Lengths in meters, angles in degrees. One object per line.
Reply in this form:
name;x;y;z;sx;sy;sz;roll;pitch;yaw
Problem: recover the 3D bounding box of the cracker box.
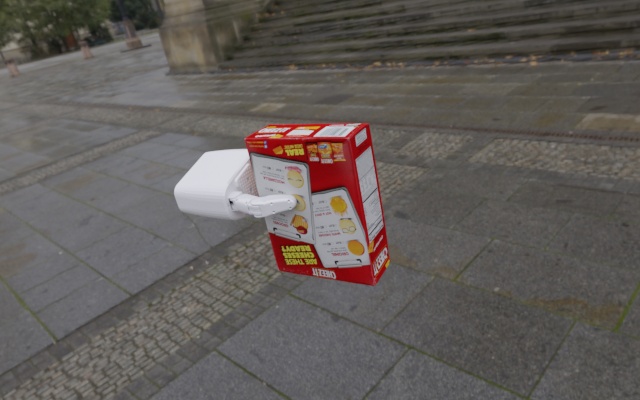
cracker box;0.000;0.002;0.662;0.164;0.214;0.072;4;29;32
